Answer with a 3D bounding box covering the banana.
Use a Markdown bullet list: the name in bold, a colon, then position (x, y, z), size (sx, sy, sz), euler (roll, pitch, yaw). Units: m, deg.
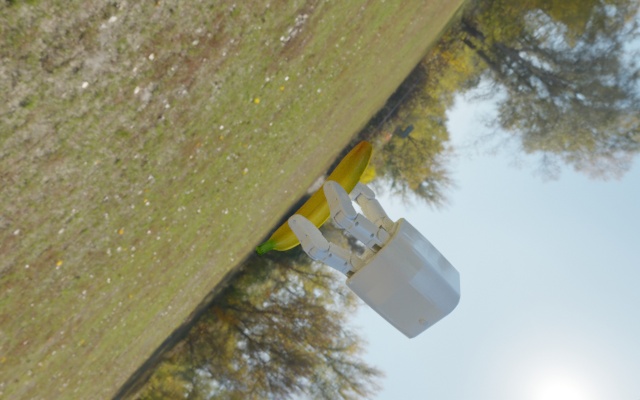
- **banana**: position (0.002, 0.003, 0.612), size (0.037, 0.198, 0.069), euler (45, 12, 6)
